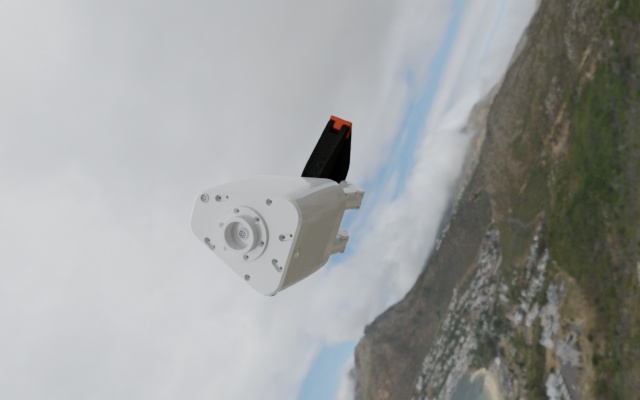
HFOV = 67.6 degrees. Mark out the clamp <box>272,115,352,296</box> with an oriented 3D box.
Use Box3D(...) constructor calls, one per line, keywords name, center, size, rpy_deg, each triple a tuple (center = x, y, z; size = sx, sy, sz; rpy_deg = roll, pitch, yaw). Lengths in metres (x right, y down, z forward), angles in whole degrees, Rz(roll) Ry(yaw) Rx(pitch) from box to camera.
Box3D(name="clamp", center=(-0.001, 0.001, 0.581), size=(0.036, 0.210, 0.164), rpy_deg=(24, 16, 19))
